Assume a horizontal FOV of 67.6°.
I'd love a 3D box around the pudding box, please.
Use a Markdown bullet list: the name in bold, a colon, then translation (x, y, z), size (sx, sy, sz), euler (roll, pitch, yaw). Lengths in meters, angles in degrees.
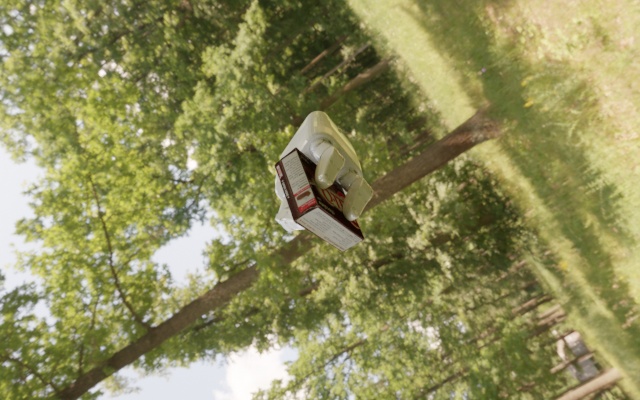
- **pudding box**: translation (0.000, 0.002, 0.568), size (0.039, 0.090, 0.113), euler (-35, -38, 17)
